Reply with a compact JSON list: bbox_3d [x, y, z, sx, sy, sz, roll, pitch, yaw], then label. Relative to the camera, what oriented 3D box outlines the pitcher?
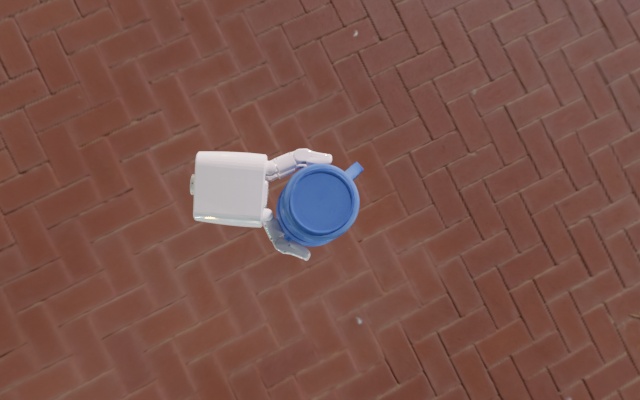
[{"bbox_3d":[0.000,0.003,0.772,0.145,0.149,0.243,4,-5,-4],"label":"pitcher"}]
